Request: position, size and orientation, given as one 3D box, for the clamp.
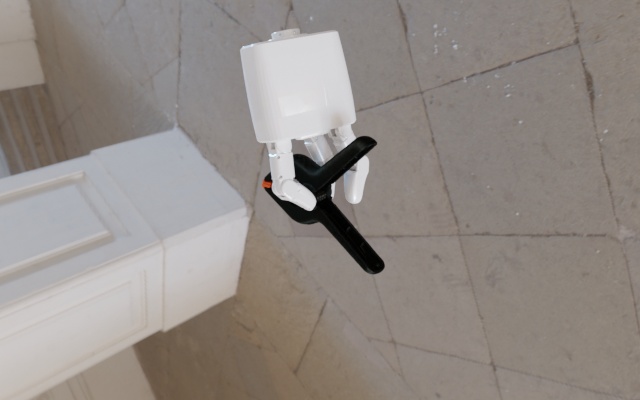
[{"bbox_3d":[-0.001,0.002,0.600,0.036,0.164,0.210,-21,18,-38],"label":"clamp"}]
